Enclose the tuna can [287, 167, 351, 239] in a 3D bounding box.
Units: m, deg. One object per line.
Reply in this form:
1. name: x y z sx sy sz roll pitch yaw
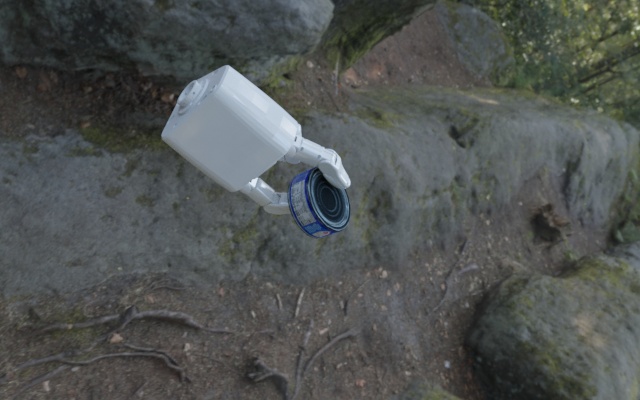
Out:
1. tuna can: 0.001 0.002 0.591 0.034 0.086 0.086 -21 -13 34
